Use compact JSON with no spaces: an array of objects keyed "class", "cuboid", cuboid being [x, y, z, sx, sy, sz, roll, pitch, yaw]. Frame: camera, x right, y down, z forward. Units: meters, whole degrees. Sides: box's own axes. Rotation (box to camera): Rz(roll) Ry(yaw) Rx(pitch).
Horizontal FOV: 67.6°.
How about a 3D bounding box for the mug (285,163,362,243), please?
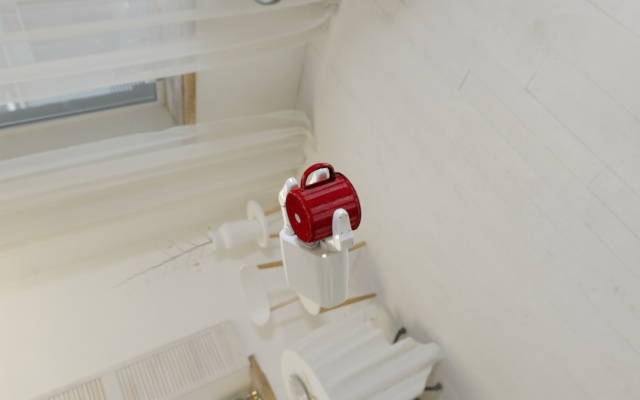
[{"class":"mug","cuboid":[0.000,0.001,0.697,0.081,0.117,0.093,-19,30,-25]}]
